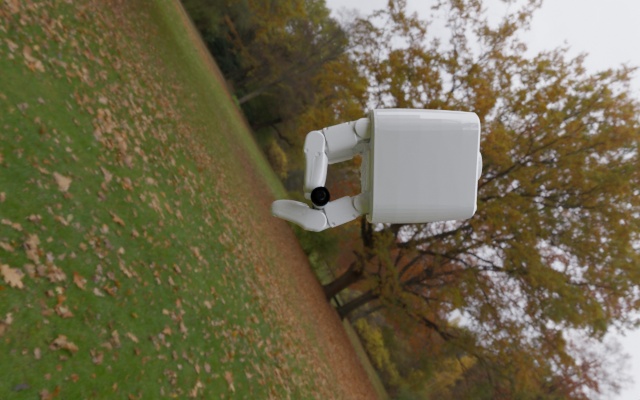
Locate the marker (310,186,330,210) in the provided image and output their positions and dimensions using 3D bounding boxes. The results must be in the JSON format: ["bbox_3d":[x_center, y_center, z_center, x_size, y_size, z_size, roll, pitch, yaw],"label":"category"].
[{"bbox_3d":[0.000,0.002,0.501,0.020,0.020,0.121,0,-6,0],"label":"marker"}]
